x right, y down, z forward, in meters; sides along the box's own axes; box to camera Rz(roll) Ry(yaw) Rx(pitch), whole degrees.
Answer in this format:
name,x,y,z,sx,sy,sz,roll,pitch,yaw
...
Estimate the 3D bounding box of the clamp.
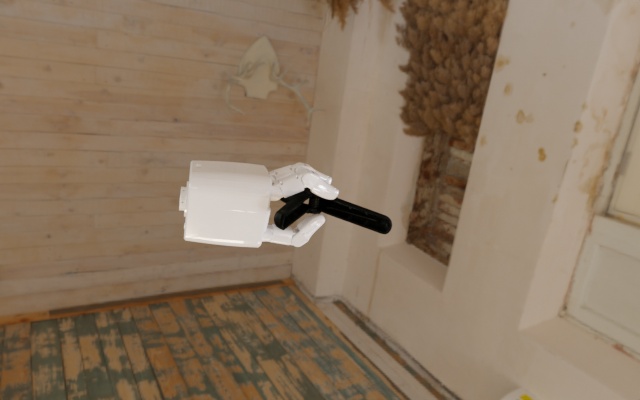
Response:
name,x,y,z,sx,sy,sz,roll,pitch,yaw
clamp,0.000,0.003,0.699,0.164,0.036,0.210,7,16,-16
